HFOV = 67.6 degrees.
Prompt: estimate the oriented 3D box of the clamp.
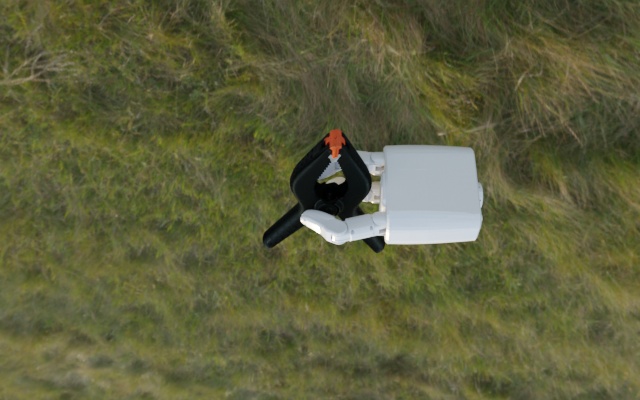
[{"bbox_3d":[0.000,0.002,0.579,0.164,0.036,0.210,-3,-40,2],"label":"clamp"}]
